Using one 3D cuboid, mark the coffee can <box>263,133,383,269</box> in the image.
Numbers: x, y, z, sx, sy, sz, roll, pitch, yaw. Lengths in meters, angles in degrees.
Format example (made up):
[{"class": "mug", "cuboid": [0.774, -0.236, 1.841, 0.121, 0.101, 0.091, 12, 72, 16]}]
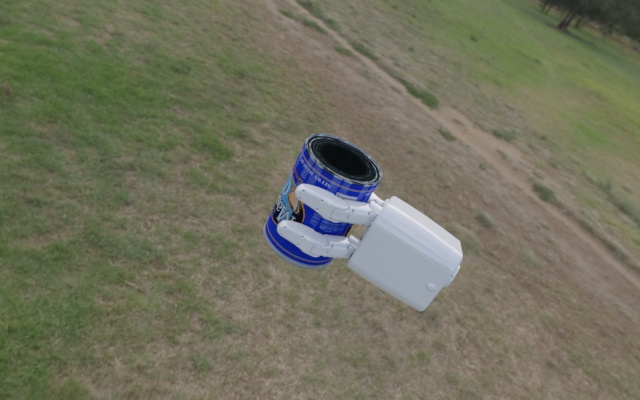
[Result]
[{"class": "coffee can", "cuboid": [0.000, 0.002, 0.603, 0.103, 0.140, 0.102, 21, 31, -13]}]
